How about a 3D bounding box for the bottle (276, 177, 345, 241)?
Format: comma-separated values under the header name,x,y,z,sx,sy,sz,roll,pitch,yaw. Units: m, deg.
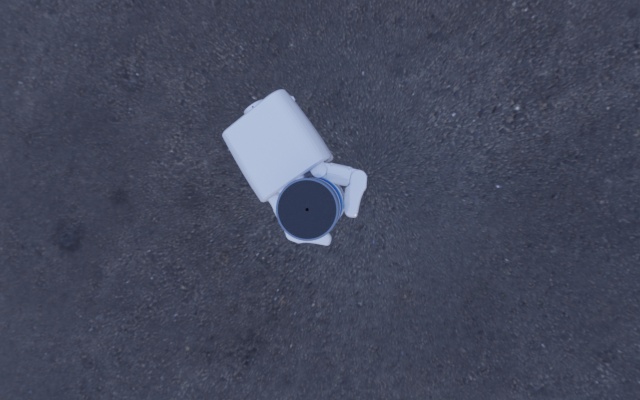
name,x,y,z,sx,sy,sz,roll,pitch,yaw
bottle,0.000,0.002,0.643,0.069,0.069,0.295,0,3,6
